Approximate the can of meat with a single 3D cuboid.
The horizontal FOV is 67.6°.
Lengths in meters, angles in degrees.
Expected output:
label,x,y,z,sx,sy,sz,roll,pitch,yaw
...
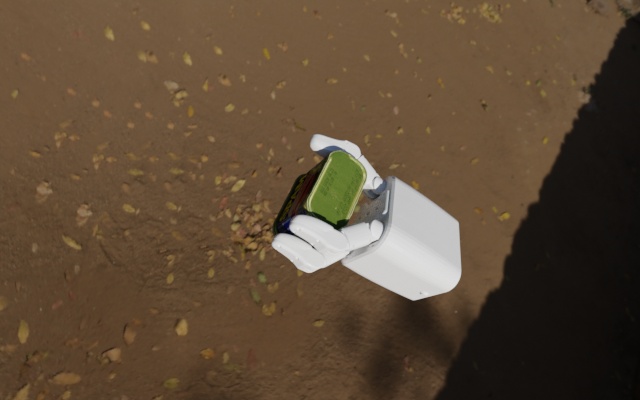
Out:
label,x,y,z,sx,sy,sz,roll,pitch,yaw
can of meat,0.000,0.002,0.537,0.057,0.102,0.084,34,-32,-14
